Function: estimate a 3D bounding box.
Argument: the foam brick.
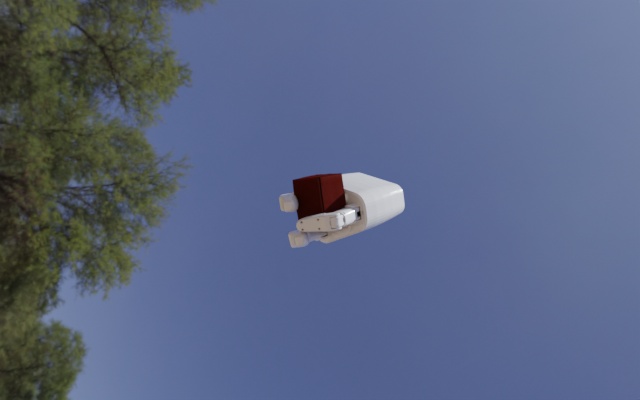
[{"bbox_3d":[0.000,0.002,0.679,0.053,0.078,0.051,0,11,42],"label":"foam brick"}]
